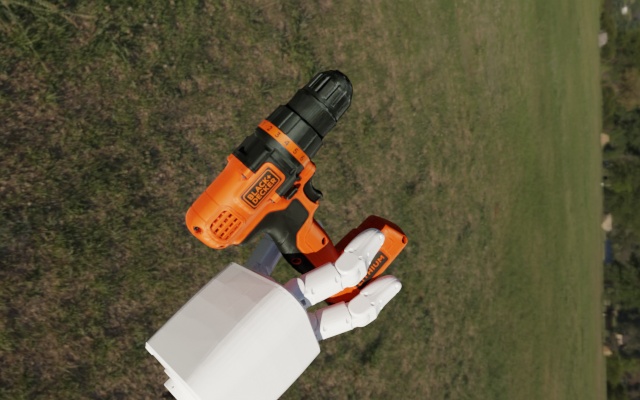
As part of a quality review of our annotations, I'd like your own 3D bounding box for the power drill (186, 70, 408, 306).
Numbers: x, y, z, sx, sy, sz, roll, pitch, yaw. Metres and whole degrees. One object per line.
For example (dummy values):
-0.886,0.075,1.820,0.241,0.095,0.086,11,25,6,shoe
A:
0.000,0.002,0.441,0.188,0.184,0.057,44,-2,-32,power drill
